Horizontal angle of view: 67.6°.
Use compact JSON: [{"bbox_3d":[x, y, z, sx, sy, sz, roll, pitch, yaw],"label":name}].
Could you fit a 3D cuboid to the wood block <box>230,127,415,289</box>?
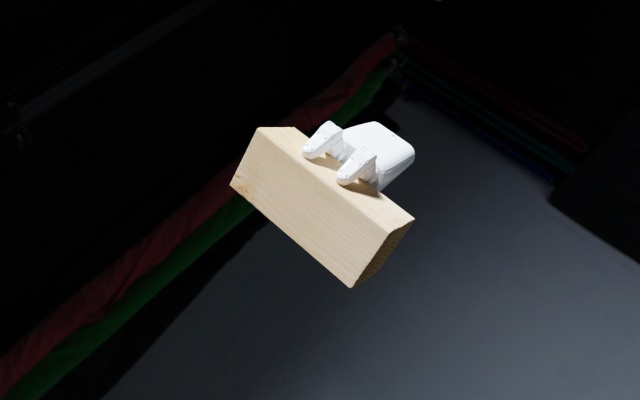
[{"bbox_3d":[0.000,0.002,0.601,0.206,0.091,0.090,39,25,19],"label":"wood block"}]
